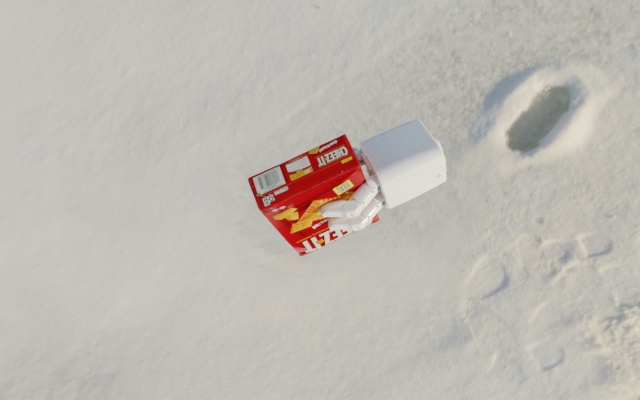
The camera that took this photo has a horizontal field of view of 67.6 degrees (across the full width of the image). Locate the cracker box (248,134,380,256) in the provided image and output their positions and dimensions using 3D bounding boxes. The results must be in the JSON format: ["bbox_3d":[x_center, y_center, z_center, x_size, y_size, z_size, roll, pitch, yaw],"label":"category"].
[{"bbox_3d":[0.000,0.002,0.787,0.164,0.072,0.214,-24,-29,3],"label":"cracker box"}]
